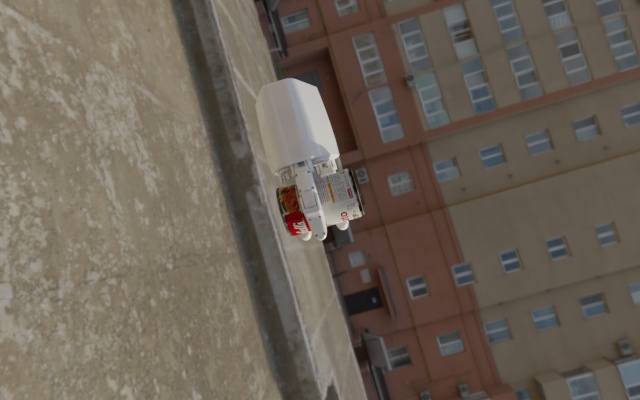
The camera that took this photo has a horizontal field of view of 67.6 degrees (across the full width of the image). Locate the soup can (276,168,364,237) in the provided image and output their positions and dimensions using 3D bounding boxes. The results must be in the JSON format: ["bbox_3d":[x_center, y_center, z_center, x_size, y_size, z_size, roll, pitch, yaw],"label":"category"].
[{"bbox_3d":[0.001,0.002,0.631,0.102,0.068,0.068,-16,-1,4],"label":"soup can"}]
